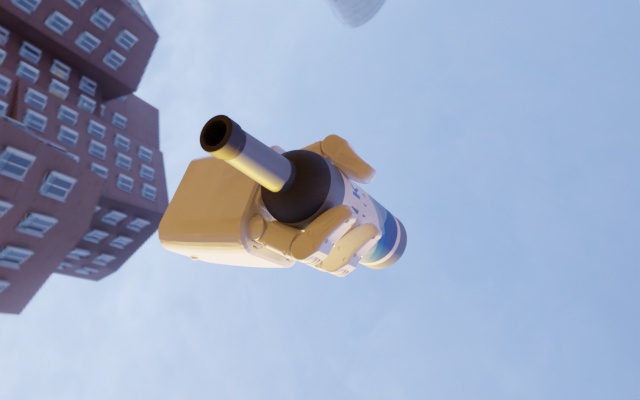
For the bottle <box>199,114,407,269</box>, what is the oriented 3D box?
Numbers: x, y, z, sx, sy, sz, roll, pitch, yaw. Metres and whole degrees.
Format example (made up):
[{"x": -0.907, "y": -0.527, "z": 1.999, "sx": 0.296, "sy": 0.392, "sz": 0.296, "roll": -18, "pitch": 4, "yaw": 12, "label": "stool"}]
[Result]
[{"x": 0.000, "y": 0.001, "z": 0.433, "sx": 0.069, "sy": 0.069, "sz": 0.296, "roll": 0, "pitch": -18, "yaw": 29, "label": "bottle"}]
